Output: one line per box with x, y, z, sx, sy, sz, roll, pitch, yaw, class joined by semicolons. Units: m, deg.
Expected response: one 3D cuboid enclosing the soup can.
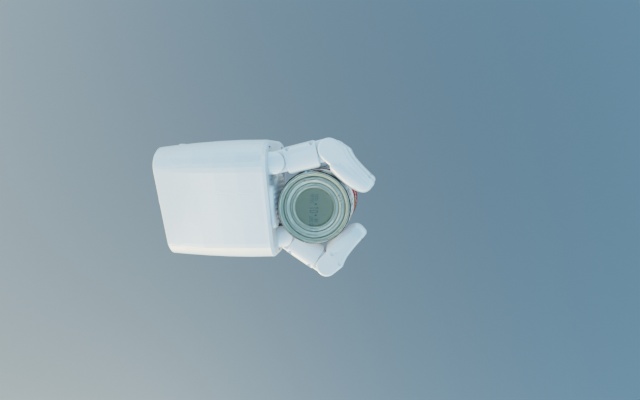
0.001;0.002;0.471;0.068;0.068;0.102;0;5;7;soup can
